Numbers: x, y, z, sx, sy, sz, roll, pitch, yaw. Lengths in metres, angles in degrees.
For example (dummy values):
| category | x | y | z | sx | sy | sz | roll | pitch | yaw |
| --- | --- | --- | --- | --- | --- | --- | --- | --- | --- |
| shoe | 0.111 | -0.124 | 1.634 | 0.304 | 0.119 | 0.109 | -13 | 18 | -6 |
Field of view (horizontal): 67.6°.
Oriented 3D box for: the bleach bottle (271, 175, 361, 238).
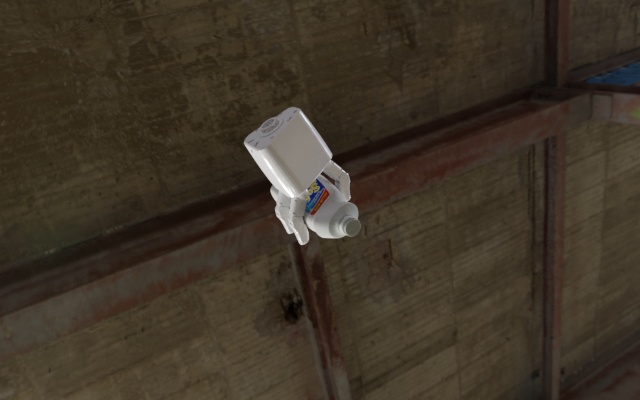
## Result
| category | x | y | z | sx | sy | sz | roll | pitch | yaw |
| --- | --- | --- | --- | --- | --- | --- | --- | --- | --- |
| bleach bottle | 0.000 | 0.003 | 0.862 | 0.102 | 0.068 | 0.250 | -42 | 31 | -11 |
